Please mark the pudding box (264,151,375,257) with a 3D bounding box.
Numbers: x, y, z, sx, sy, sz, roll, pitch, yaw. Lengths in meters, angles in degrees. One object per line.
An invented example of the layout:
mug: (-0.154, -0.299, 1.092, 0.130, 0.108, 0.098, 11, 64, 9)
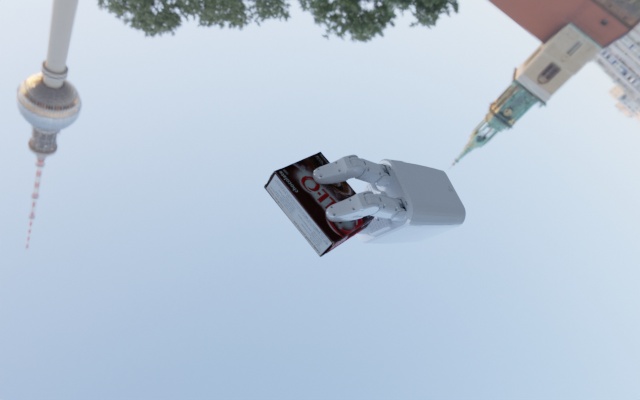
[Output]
pudding box: (0.000, 0.002, 0.582, 0.090, 0.113, 0.039, -28, -18, -47)
